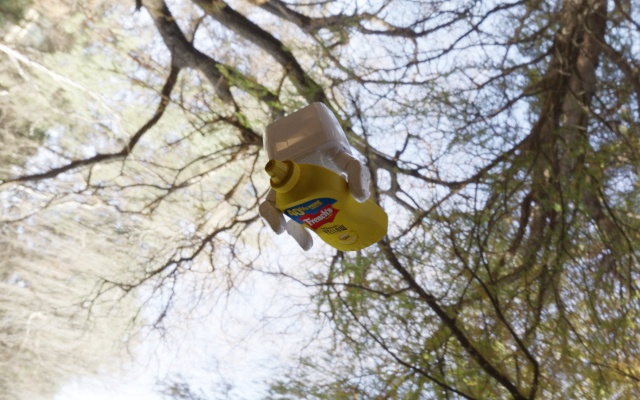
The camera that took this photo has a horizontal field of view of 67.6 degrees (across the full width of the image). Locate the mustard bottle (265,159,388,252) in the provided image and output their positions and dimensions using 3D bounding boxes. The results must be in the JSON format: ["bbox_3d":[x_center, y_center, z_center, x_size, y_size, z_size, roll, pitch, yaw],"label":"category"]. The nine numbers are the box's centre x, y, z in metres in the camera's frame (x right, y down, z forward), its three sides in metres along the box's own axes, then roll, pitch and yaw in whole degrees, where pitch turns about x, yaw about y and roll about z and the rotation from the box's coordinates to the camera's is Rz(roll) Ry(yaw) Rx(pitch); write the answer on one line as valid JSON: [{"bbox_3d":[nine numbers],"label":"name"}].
[{"bbox_3d":[0.000,0.002,0.619,0.096,0.058,0.192,-18,-39,35],"label":"mustard bottle"}]
